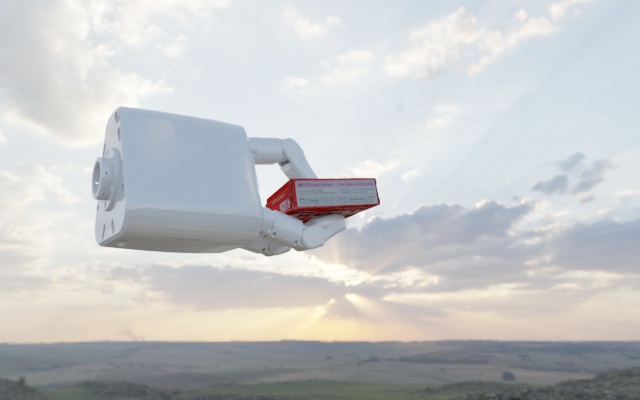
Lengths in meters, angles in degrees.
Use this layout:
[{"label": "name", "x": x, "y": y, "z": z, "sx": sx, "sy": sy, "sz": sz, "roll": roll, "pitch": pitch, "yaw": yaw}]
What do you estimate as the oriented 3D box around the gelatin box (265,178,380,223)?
[{"label": "gelatin box", "x": 0.000, "y": 0.001, "z": 0.457, "sx": 0.089, "sy": 0.030, "sz": 0.073, "roll": -3, "pitch": -12, "yaw": -25}]
